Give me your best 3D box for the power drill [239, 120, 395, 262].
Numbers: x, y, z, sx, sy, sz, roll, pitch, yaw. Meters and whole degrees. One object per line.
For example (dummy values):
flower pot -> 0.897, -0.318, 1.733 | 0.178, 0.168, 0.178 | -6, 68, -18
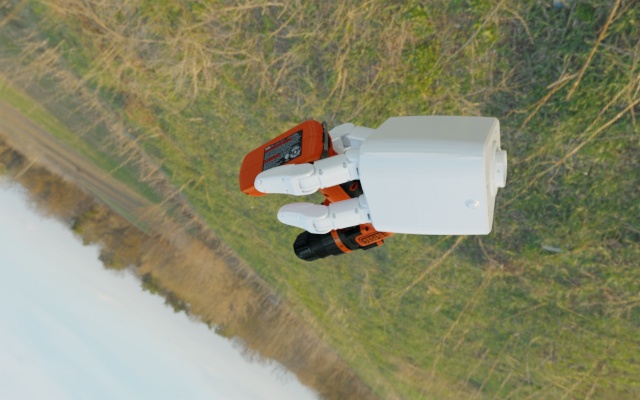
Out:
power drill -> 0.000, 0.002, 0.538 | 0.184, 0.057, 0.188 | -26, -41, 29
